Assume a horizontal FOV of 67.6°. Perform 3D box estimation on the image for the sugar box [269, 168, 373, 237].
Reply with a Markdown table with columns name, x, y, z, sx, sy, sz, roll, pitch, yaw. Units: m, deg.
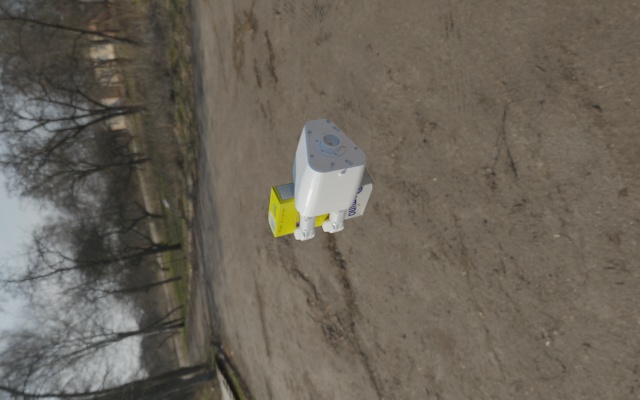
| name | x | y | z | sx | sy | sz | roll | pitch | yaw |
| --- | --- | --- | --- | --- | --- | --- | --- | --- | --- |
| sugar box | 0.000 | 0.003 | 0.828 | 0.176 | 0.048 | 0.093 | -11 | -37 | -20 |
